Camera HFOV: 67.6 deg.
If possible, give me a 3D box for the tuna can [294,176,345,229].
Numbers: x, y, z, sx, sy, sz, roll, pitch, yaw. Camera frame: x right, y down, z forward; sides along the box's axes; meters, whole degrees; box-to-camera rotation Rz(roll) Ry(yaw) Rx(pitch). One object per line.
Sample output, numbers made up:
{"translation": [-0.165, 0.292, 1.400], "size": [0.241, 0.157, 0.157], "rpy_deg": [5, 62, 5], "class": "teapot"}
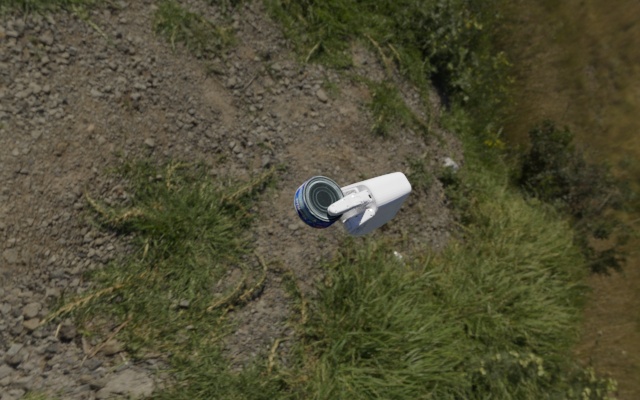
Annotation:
{"translation": [0.000, 0.002, 0.811], "size": [0.086, 0.086, 0.034], "rpy_deg": [0, -22, -32], "class": "tuna can"}
